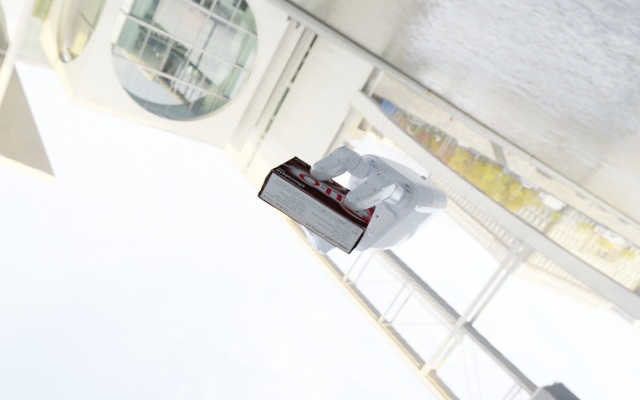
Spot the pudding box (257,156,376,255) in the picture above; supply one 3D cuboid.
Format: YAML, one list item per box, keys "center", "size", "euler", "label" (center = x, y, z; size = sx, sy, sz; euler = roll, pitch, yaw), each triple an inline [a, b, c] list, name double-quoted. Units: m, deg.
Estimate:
- center: [0.000, 0.002, 0.504]
  size: [0.113, 0.039, 0.090]
  euler: [30, 17, 4]
  label: "pudding box"
